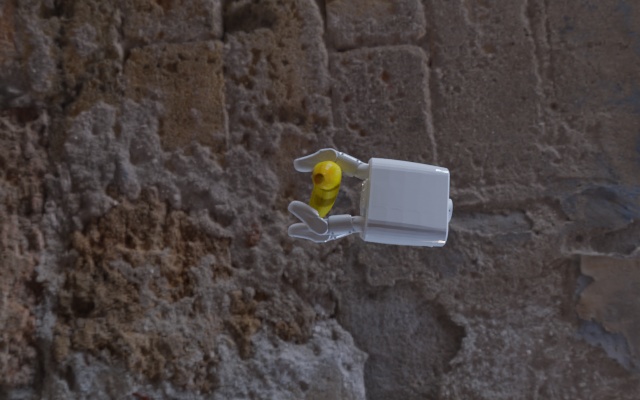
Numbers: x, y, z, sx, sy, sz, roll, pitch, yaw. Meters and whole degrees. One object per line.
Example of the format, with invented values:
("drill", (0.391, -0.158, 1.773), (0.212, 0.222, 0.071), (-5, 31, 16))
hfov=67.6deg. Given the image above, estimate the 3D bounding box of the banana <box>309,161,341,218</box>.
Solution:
("banana", (0.005, -0.013, 0.648), (0.037, 0.069, 0.198), (17, -23, 2))
